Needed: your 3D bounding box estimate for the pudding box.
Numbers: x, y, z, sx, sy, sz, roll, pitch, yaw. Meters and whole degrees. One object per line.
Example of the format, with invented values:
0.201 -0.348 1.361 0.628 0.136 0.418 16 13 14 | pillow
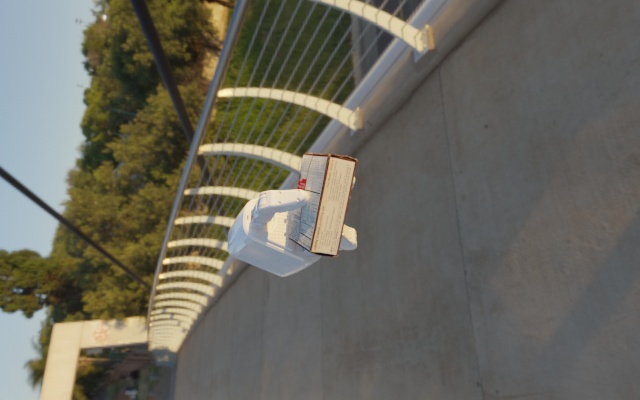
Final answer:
0.000 0.002 0.557 0.039 0.113 0.090 8 4 -21 | pudding box
